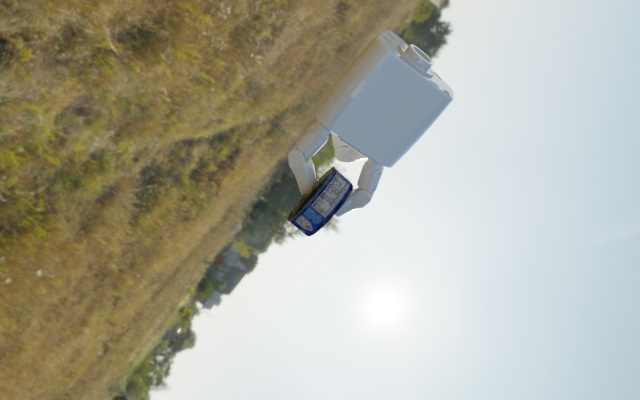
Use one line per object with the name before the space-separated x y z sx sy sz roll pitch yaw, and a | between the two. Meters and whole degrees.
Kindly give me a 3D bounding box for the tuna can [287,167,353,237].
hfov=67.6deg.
tuna can | 0.000 0.002 0.575 0.034 0.086 0.086 41 -6 -7
